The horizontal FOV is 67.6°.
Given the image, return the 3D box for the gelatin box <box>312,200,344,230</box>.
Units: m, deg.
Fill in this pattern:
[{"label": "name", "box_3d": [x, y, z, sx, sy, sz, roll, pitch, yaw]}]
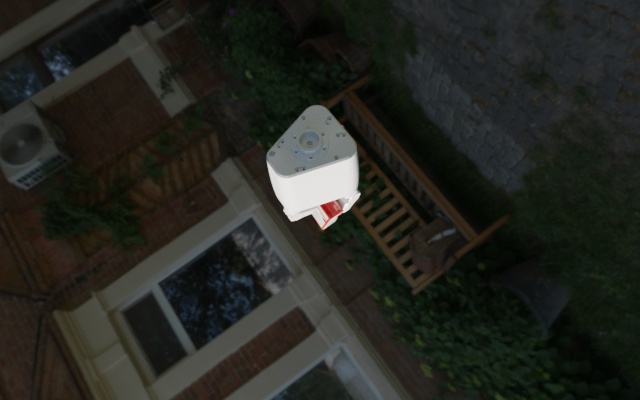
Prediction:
[{"label": "gelatin box", "box_3d": [0.000, 0.003, 0.775, 0.030, 0.073, 0.089, -32, -8, -14]}]
